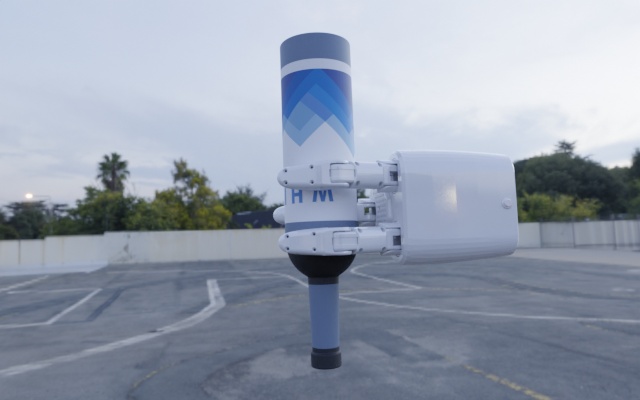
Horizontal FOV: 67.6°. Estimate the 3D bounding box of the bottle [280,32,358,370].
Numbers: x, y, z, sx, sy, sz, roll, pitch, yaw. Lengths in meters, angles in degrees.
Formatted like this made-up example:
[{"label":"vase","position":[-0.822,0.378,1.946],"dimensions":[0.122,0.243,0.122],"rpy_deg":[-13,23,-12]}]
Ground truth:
[{"label":"bottle","position":[0.000,0.001,0.439],"dimensions":[0.069,0.295,0.069],"rpy_deg":[-2,-5,0]}]
